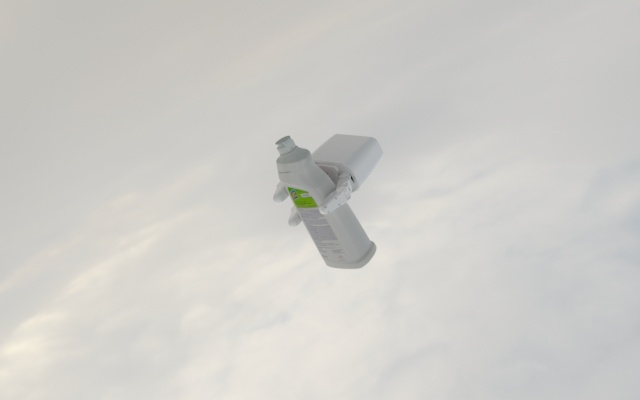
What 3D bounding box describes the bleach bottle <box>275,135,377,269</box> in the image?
[{"bbox_3d":[0.000,0.003,0.817,0.102,0.251,0.068,-5,32,44],"label":"bleach bottle"}]
